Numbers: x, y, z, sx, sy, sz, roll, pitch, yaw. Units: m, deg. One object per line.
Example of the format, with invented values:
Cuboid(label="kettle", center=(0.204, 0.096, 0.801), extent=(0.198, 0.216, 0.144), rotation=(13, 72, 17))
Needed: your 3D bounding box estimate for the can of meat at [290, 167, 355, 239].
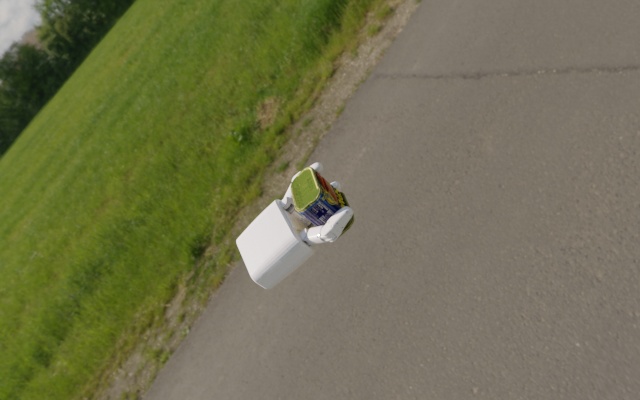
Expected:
Cuboid(label="can of meat", center=(0.000, 0.002, 0.780), extent=(0.084, 0.057, 0.102), rotation=(40, 17, -31))
